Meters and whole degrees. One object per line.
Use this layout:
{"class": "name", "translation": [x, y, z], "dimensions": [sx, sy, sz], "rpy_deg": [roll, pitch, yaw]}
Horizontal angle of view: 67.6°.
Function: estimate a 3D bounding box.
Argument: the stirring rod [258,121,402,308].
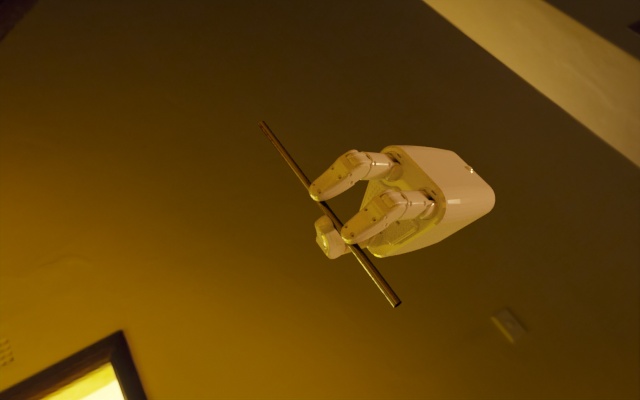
{"class": "stirring rod", "translation": [0.000, 0.002, 0.447], "dimensions": [0.011, 0.011, 0.239], "rpy_deg": [0, 44, -46]}
